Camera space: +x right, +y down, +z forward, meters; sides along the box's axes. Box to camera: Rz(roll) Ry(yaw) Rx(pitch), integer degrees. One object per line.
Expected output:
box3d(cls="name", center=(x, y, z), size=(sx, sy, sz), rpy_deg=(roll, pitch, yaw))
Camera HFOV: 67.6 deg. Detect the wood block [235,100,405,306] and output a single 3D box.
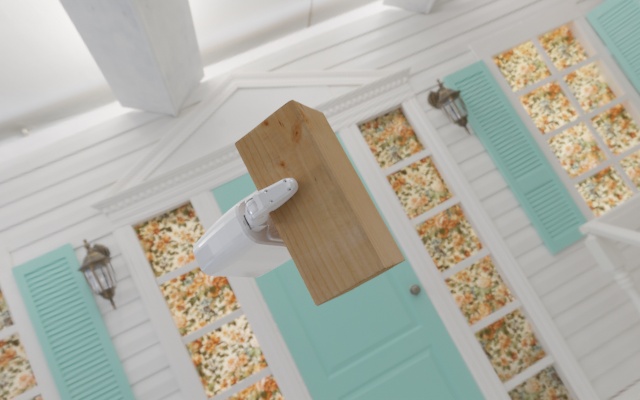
box3d(cls="wood block", center=(0.000, 0.002, 0.547), size=(0.090, 0.206, 0.091), rpy_deg=(-33, -13, 21))
